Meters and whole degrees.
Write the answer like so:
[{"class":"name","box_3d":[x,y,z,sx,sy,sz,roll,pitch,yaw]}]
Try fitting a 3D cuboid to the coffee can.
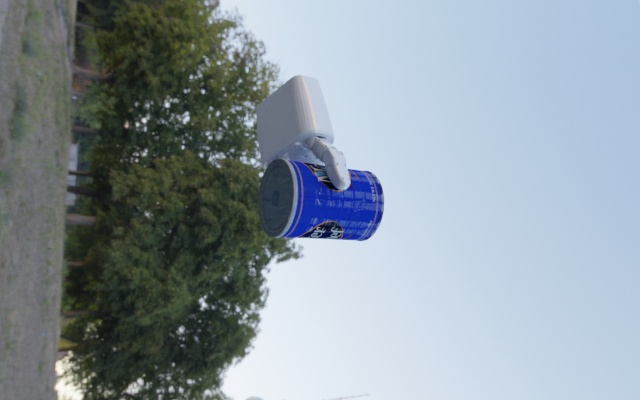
[{"class":"coffee can","box_3d":[0.000,0.002,0.648,0.140,0.103,0.103,5,-3,-31]}]
